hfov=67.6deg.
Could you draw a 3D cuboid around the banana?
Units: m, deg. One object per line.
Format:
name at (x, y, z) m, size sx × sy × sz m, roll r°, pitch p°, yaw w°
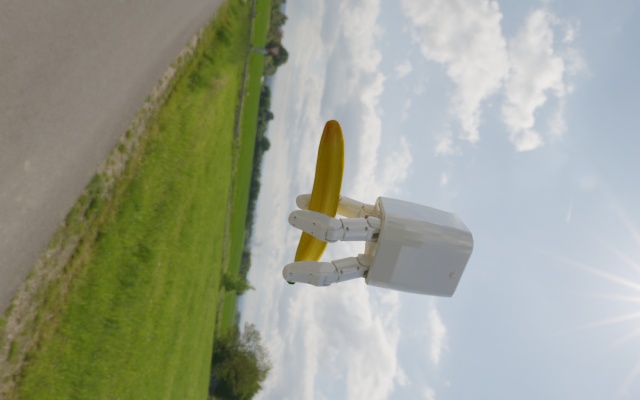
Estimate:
banana at (0.002, 0.002, 0.572) m, size 0.037 × 0.198 × 0.069 m, roll 14°, pitch 11°, yaw 7°
